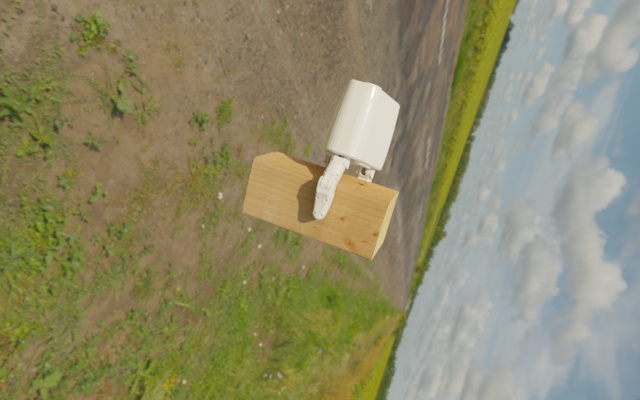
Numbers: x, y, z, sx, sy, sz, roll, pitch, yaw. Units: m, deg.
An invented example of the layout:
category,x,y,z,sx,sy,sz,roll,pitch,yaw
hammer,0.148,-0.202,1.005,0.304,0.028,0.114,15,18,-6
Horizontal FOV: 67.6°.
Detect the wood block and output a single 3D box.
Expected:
category,x,y,z,sx,sy,sz,roll,pitch,yaw
wood block,0.000,0.002,0.717,0.206,0.090,0.091,19,16,13
